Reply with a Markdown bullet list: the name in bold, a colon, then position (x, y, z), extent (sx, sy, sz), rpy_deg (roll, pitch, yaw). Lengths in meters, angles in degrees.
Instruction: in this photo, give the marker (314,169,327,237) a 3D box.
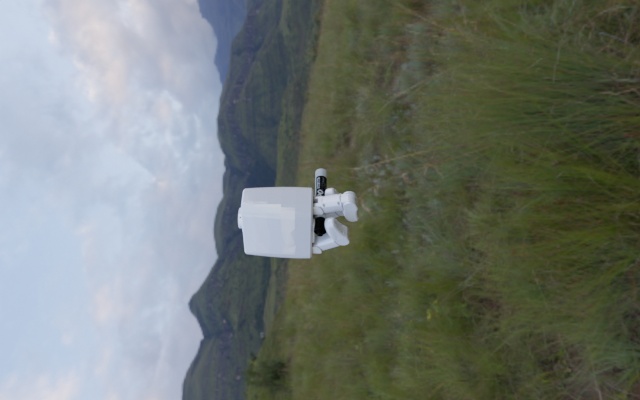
- **marker**: position (0.000, 0.002, 0.739), extent (0.020, 0.121, 0.020), rpy_deg (1, -36, 1)
